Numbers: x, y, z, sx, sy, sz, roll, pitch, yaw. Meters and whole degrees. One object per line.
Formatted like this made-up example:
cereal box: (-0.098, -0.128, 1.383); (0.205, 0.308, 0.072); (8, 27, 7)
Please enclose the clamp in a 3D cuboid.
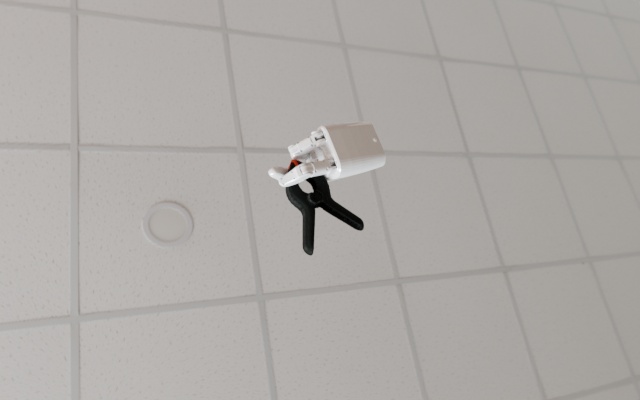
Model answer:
clamp: (0.000, 0.003, 0.835); (0.120, 0.171, 0.039); (-13, -16, -29)
